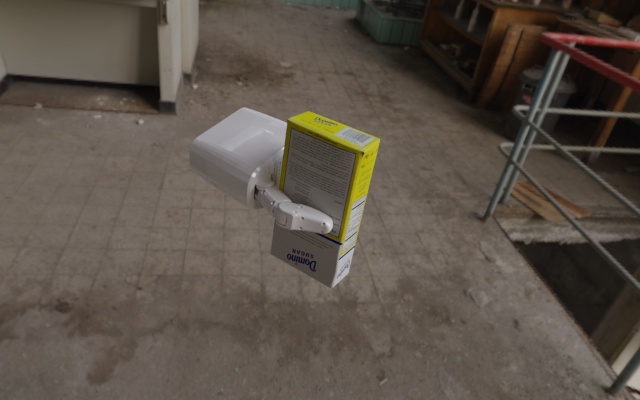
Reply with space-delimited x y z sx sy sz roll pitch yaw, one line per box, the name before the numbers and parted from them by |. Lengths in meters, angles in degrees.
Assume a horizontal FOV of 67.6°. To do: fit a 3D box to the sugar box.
sugar box | 0.000 0.001 0.528 0.093 0.176 0.048 26 36 24
